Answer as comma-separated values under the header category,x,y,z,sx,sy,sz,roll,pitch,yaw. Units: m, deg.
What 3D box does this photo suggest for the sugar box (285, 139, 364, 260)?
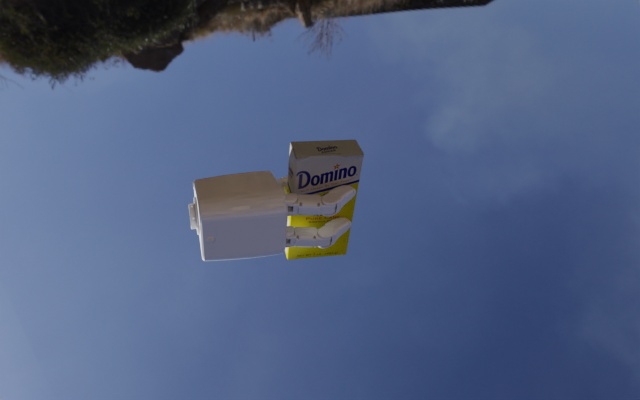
category,x,y,z,sx,sy,sz,roll,pitch,yaw
sugar box,0.000,0.003,0.664,0.093,0.176,0.048,-4,40,-14
